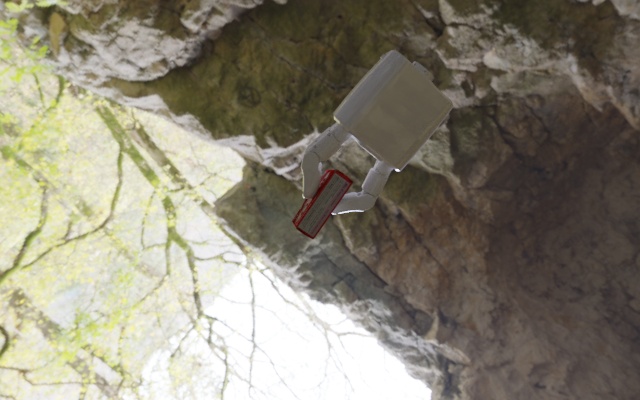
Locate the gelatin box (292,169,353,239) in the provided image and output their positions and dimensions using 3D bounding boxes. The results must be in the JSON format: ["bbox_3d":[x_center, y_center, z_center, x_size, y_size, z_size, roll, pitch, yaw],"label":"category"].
[{"bbox_3d":[0.000,0.003,0.613,0.030,0.089,0.073,34,-1,-8],"label":"gelatin box"}]
